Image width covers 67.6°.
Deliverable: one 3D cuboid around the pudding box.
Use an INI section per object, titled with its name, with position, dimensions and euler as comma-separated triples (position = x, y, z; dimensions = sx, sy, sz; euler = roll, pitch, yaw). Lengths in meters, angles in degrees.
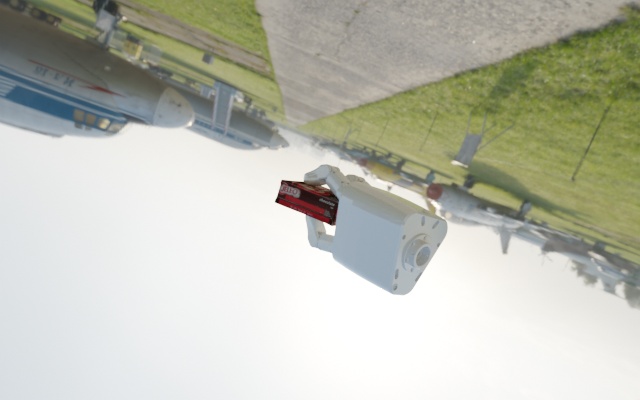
[pudding box]
position = 0.000, 0.002, 0.675
dimensions = 0.090, 0.039, 0.113
euler = 23, 6, 19
